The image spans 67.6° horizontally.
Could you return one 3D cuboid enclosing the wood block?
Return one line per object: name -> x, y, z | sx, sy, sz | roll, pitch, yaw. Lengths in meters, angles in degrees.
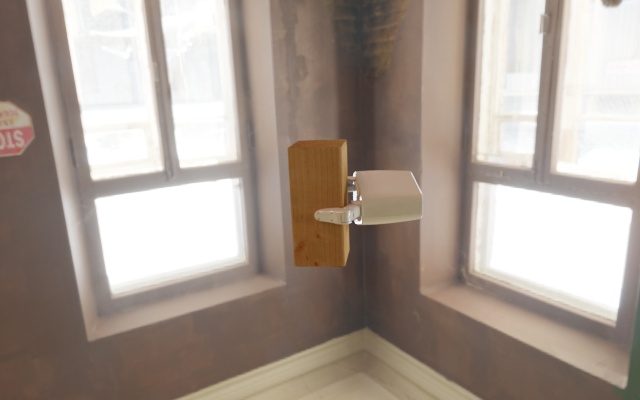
wood block -> 0.000, 0.003, 0.831 | 0.090, 0.206, 0.090 | 0, 15, 9
